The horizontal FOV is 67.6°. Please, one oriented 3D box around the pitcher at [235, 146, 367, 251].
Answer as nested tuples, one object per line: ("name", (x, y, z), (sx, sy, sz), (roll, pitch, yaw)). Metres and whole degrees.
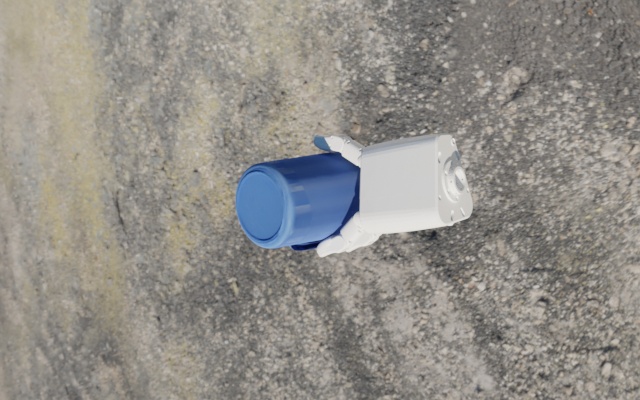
("pitcher", (0.000, 0.002, 0.679), (0.145, 0.149, 0.243), (-6, 3, 42))
